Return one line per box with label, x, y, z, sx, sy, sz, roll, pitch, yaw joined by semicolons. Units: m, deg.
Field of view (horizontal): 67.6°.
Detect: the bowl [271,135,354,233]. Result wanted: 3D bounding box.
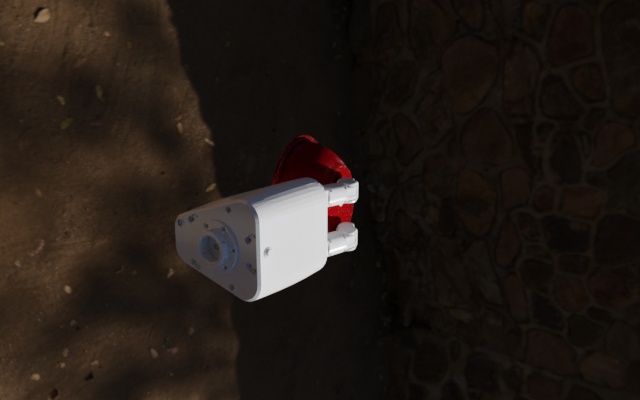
bowl;0.001;0.001;0.584;0.055;0.162;0.162;5;2;23
